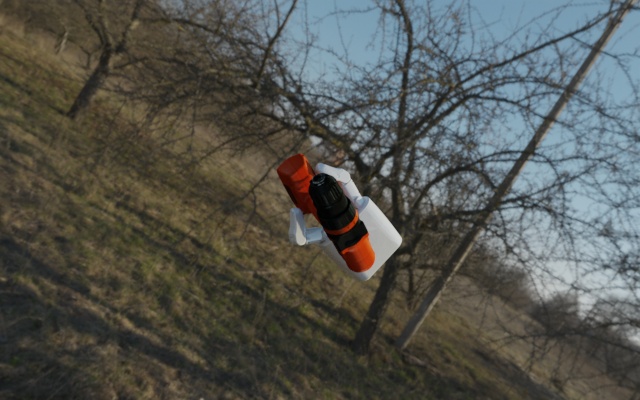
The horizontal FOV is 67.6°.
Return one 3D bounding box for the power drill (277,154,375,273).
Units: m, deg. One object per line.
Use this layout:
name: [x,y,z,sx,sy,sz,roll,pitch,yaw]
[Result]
power drill: [0.000,0.002,0.710,0.057,0.185,0.187,-32,39,-7]
